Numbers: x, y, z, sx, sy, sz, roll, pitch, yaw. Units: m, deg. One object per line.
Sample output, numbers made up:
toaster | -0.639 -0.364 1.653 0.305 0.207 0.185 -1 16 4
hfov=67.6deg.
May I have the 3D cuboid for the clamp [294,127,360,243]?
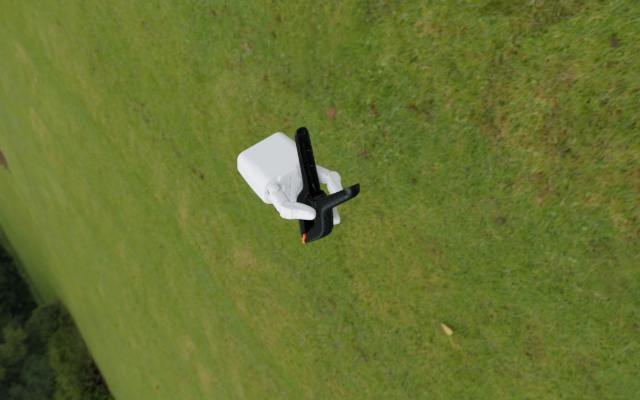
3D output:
clamp | -0.001 0.003 0.804 0.036 0.210 0.164 -18 44 -29
